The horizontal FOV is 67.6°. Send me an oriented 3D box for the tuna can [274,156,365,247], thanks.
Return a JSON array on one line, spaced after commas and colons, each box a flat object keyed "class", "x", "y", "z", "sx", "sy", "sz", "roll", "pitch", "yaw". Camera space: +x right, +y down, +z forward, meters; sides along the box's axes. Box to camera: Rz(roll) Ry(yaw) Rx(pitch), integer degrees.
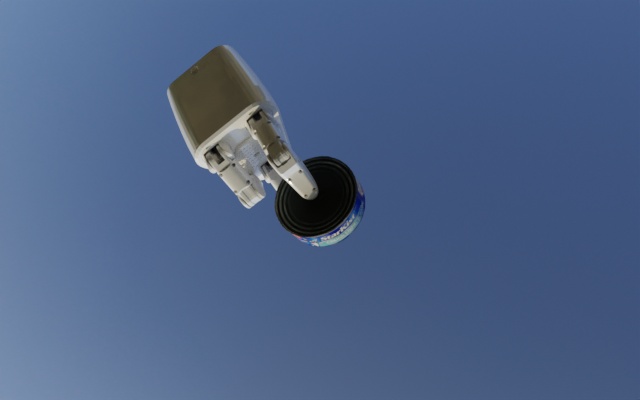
[{"class": "tuna can", "x": 0.000, "y": 0.002, "z": 0.472, "sx": 0.086, "sy": 0.086, "sz": 0.034, "roll": 0, "pitch": -24, "yaw": 24}]
